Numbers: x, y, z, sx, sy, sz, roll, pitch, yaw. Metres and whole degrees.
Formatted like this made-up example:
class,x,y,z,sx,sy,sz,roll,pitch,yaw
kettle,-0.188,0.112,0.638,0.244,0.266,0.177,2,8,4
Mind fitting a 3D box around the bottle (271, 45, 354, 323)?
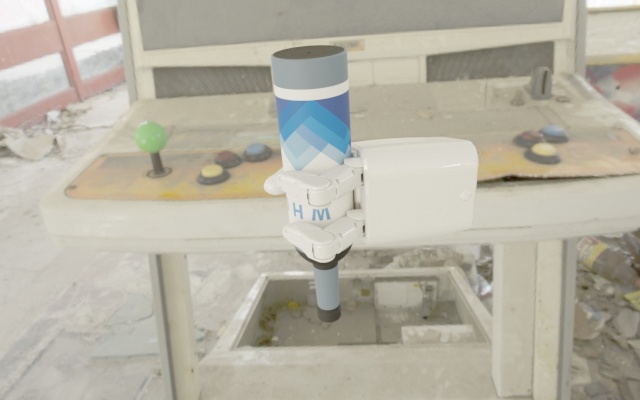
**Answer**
class,x,y,z,sx,sy,sz,roll,pitch,yaw
bottle,0.000,0.001,0.481,0.069,0.296,0.069,-4,28,2
